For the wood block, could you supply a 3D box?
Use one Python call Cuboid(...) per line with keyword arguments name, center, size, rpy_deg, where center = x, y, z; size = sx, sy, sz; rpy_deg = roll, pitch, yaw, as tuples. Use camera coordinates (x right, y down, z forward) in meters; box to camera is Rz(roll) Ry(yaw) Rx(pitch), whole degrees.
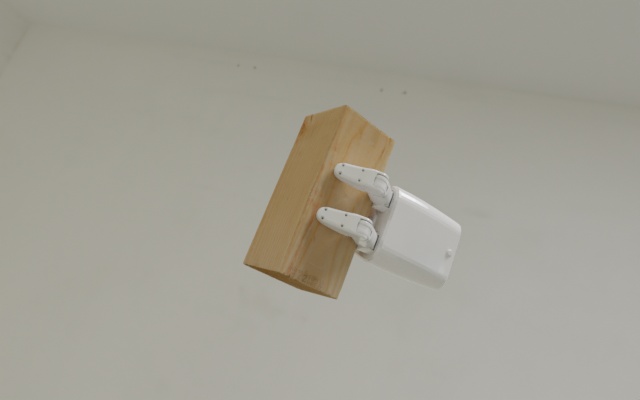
Cuboid(name="wood block", center=(0.000, 0.002, 0.579), size=(0.090, 0.206, 0.091), rpy_deg=(31, -17, -30))
